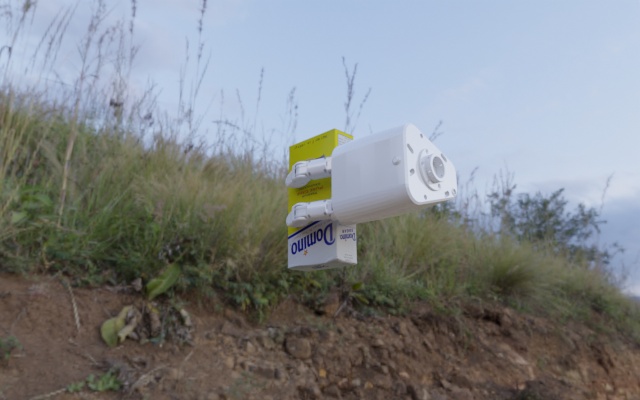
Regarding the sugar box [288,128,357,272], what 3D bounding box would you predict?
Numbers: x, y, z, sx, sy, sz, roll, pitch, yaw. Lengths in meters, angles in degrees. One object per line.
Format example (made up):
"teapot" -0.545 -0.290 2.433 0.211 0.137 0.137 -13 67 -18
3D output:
"sugar box" 0.000 0.002 0.639 0.093 0.176 0.048 -16 -24 42
